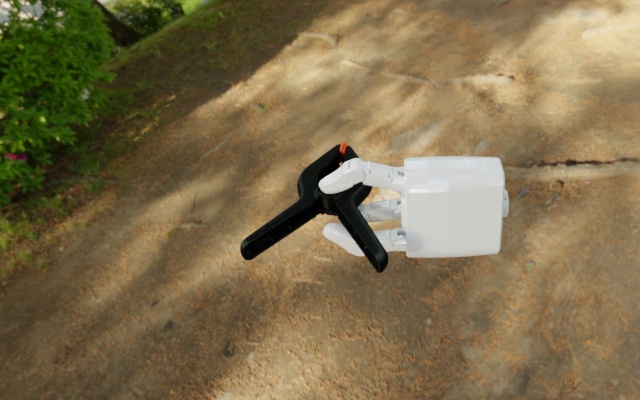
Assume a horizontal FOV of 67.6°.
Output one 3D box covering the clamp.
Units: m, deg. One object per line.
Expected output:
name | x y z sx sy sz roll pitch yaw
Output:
clamp | 0.000 0.001 0.577 0.164 0.036 0.209 0 42 9
